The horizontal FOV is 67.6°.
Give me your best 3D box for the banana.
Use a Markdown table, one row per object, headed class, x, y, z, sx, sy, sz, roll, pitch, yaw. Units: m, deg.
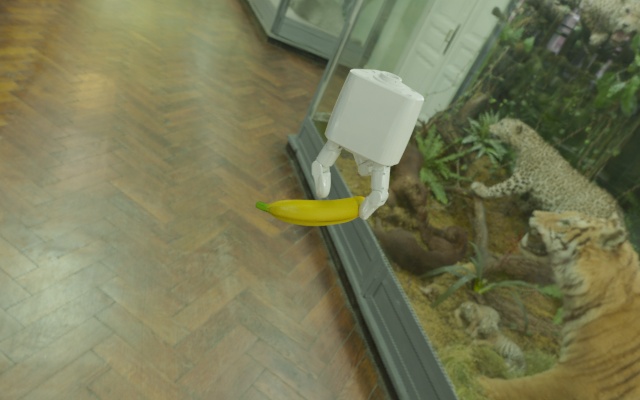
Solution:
| class | x | y | z | sx | sy | sz | roll | pitch | yaw |
| --- | --- | --- | --- | --- | --- | --- | --- | --- | --- |
| banana | 0.005 | 0.012 | 0.734 | 0.198 | 0.037 | 0.069 | 0 | 30 | -30 |
